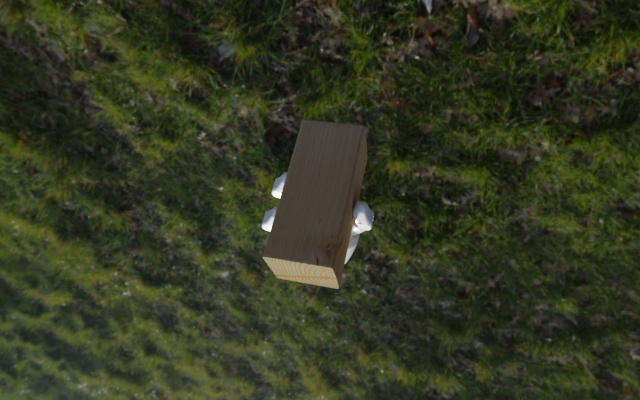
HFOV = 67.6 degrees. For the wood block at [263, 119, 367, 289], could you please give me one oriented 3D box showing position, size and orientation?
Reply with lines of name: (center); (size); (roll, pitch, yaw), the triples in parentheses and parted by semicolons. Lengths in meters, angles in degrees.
wood block: (0.000, 0.002, 0.650); (0.091, 0.206, 0.090); (8, -25, 12)
